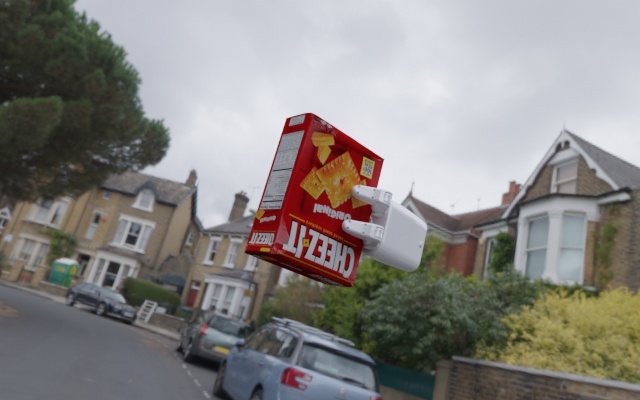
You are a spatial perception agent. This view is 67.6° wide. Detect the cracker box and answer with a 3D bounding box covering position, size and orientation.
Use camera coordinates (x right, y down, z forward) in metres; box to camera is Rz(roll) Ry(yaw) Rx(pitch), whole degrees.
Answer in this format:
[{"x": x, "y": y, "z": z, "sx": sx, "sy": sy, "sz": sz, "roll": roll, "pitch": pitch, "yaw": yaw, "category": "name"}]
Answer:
[{"x": 0.000, "y": 0.002, "z": 0.707, "sx": 0.164, "sy": 0.213, "sz": 0.072, "roll": 28, "pitch": -20, "yaw": -37, "category": "cracker box"}]
